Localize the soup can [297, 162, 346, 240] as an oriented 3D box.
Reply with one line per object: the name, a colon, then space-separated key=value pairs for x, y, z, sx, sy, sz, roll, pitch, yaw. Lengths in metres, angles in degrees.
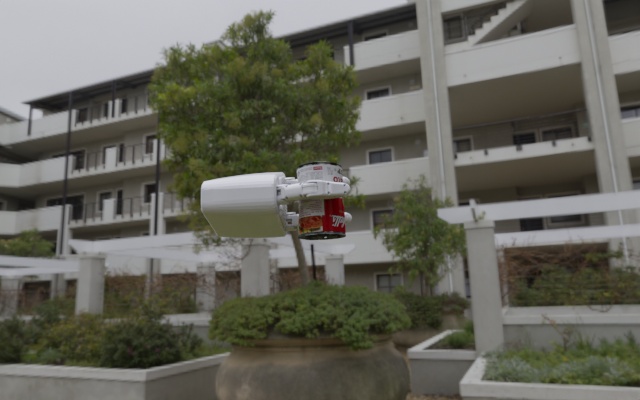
soup can: x=0.001 y=0.002 z=0.681 sx=0.068 sy=0.102 sz=0.068 roll=-2 pitch=-11 yaw=0
